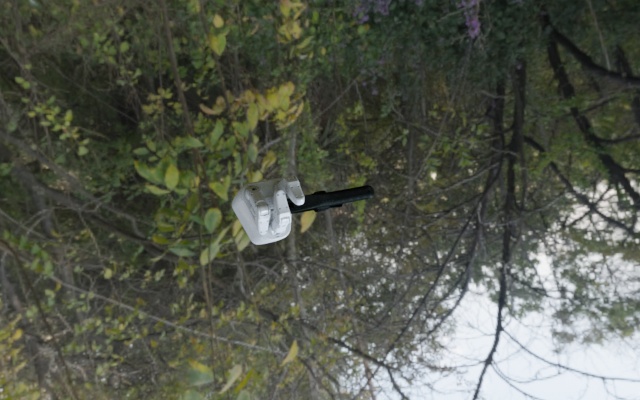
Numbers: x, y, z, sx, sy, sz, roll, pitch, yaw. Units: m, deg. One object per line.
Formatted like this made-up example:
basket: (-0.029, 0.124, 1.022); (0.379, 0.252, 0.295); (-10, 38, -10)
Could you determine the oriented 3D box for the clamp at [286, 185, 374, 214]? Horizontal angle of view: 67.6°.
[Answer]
clamp: (0.000, 0.003, 0.876); (0.171, 0.039, 0.120); (-7, -12, -22)
